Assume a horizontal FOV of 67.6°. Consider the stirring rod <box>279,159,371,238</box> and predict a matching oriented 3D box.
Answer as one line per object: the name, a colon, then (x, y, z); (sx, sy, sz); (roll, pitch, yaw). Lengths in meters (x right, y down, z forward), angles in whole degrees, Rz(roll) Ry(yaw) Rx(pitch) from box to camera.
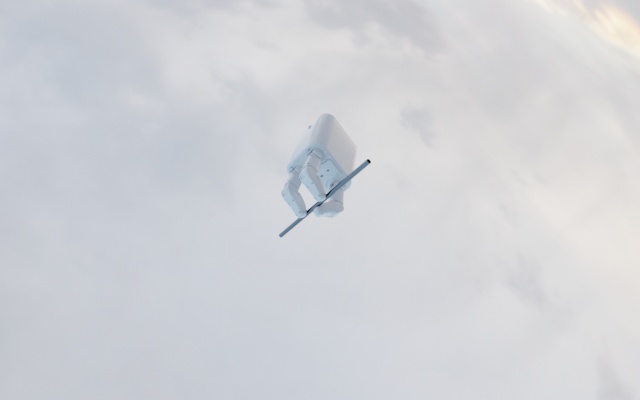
stirring rod: (0.000, 0.002, 0.777); (0.011, 0.011, 0.240); (0, -30, -43)
